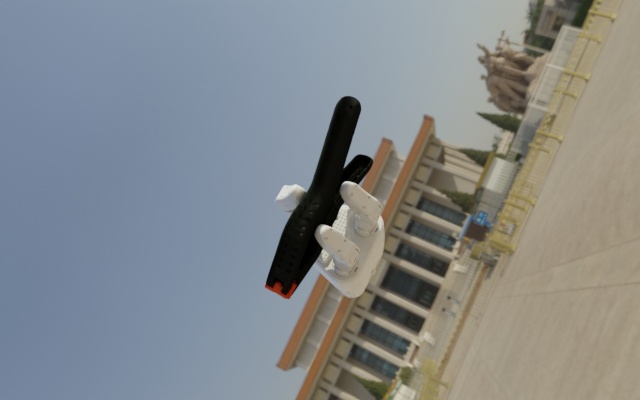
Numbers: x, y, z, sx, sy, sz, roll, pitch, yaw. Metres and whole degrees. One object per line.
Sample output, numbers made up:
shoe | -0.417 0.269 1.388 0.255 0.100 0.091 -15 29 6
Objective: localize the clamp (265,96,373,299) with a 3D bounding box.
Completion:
clamp | -0.001 0.002 0.510 0.036 0.210 0.165 24 -18 18
